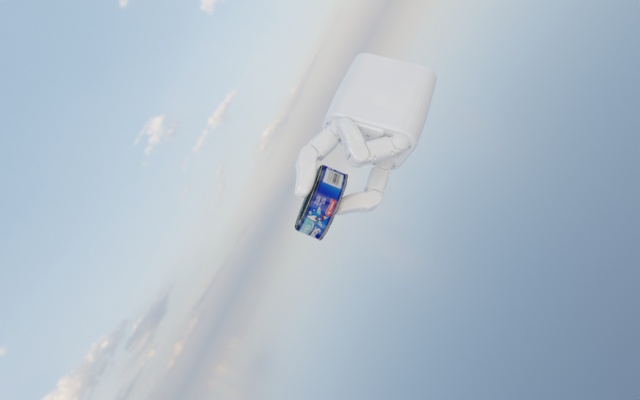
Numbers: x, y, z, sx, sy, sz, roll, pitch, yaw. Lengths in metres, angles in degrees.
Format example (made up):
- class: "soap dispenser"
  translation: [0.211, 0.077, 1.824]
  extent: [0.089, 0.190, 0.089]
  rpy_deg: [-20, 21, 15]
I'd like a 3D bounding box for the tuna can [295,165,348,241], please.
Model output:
- class: "tuna can"
  translation: [0.000, 0.002, 0.564]
  extent: [0.034, 0.086, 0.086]
  rpy_deg: [23, -3, -6]
